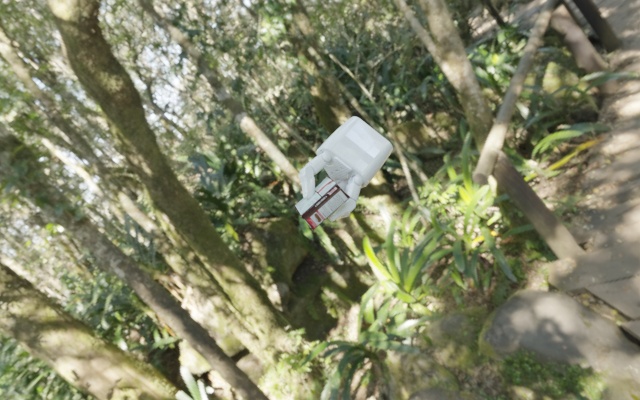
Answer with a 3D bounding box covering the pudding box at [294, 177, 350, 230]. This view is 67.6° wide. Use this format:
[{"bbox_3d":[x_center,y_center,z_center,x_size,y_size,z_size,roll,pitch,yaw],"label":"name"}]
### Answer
[{"bbox_3d":[0.000,0.003,0.882,0.090,0.039,0.113,-43,11,0],"label":"pudding box"}]
